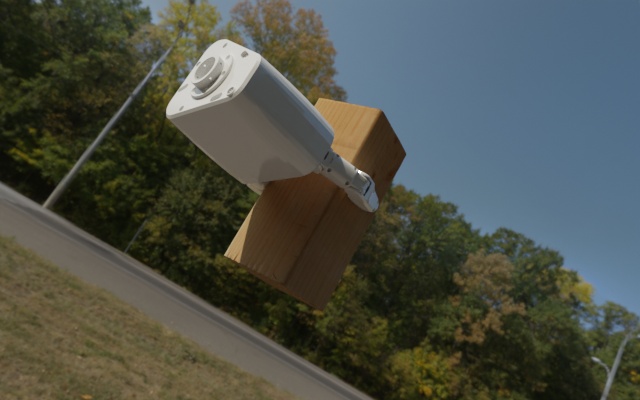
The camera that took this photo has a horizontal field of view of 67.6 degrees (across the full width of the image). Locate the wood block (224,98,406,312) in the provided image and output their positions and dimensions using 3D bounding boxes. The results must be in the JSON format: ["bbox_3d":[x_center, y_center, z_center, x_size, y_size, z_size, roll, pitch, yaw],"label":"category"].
[{"bbox_3d":[0.000,0.002,0.525,0.091,0.206,0.090,20,-17,36],"label":"wood block"}]
